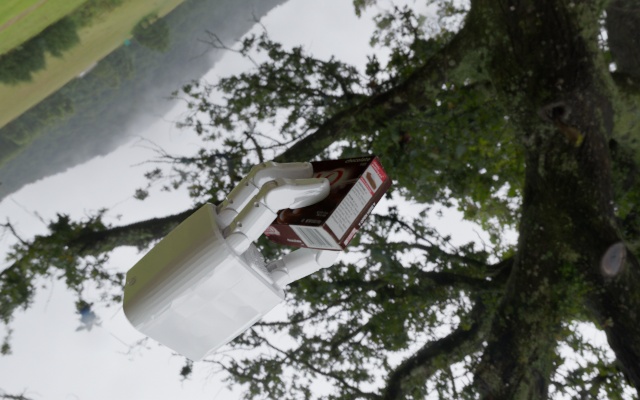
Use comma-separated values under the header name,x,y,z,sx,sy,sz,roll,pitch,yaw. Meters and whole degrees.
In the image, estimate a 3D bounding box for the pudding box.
name,x,y,z,sx,sy,sz,roll,pitch,yaw
pudding box,0.000,0.002,0.455,0.113,0.090,0.039,3,-43,50
